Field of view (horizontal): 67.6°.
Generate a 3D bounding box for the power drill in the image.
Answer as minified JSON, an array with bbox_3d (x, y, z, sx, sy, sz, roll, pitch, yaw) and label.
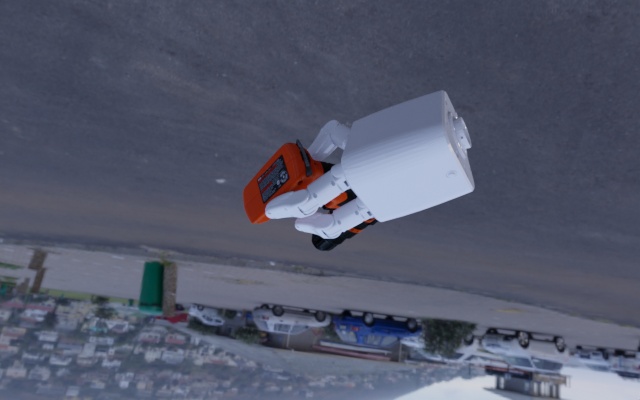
[{"bbox_3d":[0.000,0.002,0.602,0.188,0.057,0.184,10,-43,-42],"label":"power drill"}]
